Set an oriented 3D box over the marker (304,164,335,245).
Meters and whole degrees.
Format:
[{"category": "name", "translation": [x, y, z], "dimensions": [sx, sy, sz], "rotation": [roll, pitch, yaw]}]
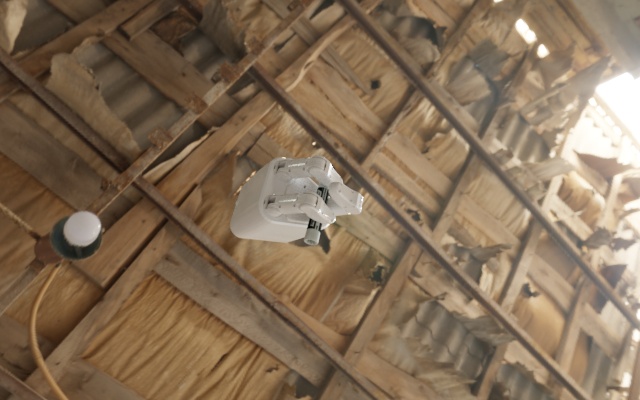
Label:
[{"category": "marker", "translation": [0.000, 0.002, 0.642], "dimensions": [0.020, 0.121, 0.020], "rotation": [11, -28, 6]}]
